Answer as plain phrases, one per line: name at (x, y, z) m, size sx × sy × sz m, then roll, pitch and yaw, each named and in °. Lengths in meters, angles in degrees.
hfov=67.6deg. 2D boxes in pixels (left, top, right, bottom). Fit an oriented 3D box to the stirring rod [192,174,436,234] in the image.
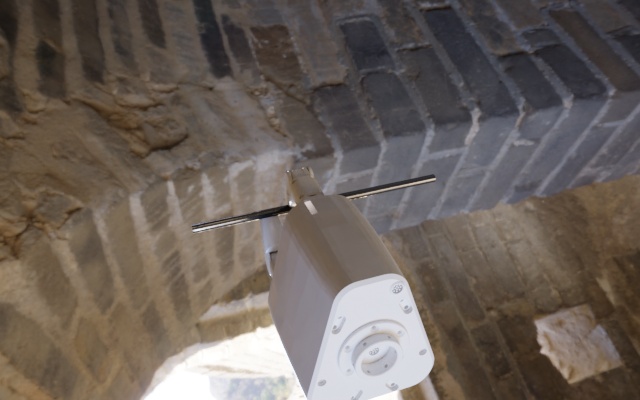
stirring rod at (0.000, 0.001, 0.454) m, size 0.239 × 0.011 × 0.011 m, roll -12°, pitch 3°, yaw -14°
